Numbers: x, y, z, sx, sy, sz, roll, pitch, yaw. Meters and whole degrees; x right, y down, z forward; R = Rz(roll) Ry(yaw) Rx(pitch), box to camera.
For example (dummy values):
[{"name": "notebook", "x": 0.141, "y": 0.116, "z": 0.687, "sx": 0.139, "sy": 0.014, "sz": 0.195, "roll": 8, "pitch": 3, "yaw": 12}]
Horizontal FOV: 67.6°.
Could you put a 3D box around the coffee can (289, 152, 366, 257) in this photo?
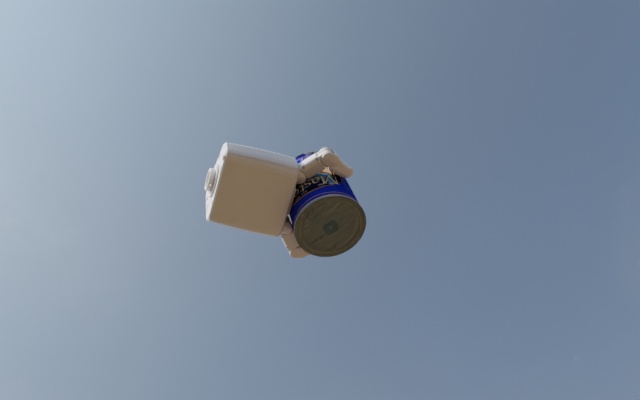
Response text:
[{"name": "coffee can", "x": 0.000, "y": 0.002, "z": 0.719, "sx": 0.103, "sy": 0.103, "sz": 0.140, "roll": 0, "pitch": 31, "yaw": -14}]
